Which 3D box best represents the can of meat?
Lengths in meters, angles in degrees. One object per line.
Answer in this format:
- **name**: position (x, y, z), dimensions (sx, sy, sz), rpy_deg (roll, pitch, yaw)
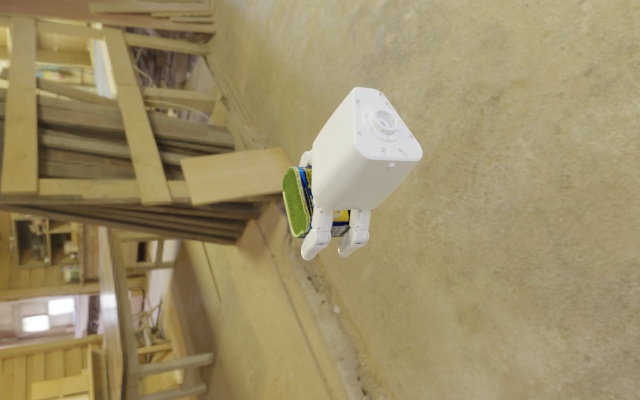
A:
- **can of meat**: position (0.000, 0.002, 0.652), dimensions (0.084, 0.102, 0.057), rpy_deg (-1, -27, -29)
